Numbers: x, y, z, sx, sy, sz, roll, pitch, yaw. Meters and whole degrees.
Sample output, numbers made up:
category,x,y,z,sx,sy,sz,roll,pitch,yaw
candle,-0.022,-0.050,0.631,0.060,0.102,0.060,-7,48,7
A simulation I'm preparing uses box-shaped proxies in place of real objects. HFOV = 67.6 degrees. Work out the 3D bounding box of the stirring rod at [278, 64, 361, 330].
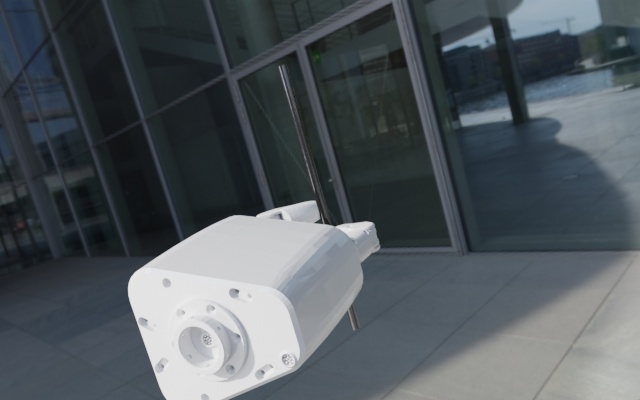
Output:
category,x,y,z,sx,sy,sz,roll,pitch,yaw
stirring rod,0.000,0.001,0.418,0.011,0.239,0.011,-16,8,2
